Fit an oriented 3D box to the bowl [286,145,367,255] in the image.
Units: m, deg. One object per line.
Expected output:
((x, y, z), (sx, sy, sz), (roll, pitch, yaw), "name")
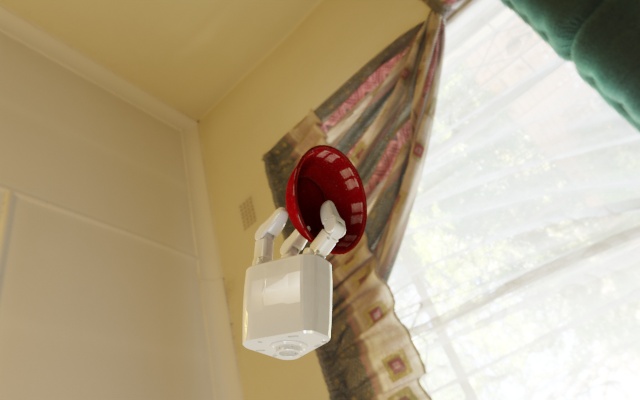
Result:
((0.000, 0.001, 0.708), (0.055, 0.162, 0.162), (-13, -8, 41), "bowl")
